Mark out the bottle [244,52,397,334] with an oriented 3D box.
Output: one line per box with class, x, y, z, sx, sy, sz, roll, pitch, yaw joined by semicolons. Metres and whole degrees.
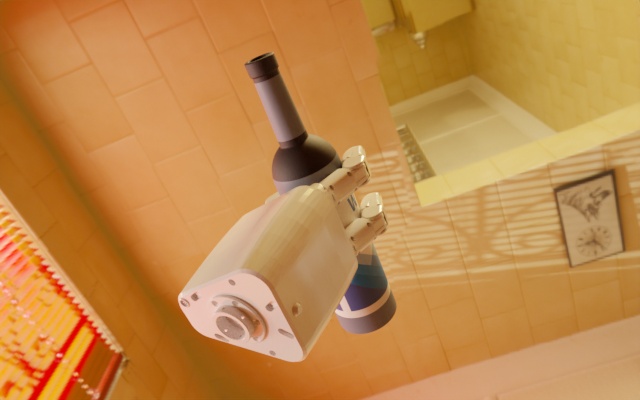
bottle;0.000;0.002;0.468;0.069;0.296;0.069;-19;25;9
